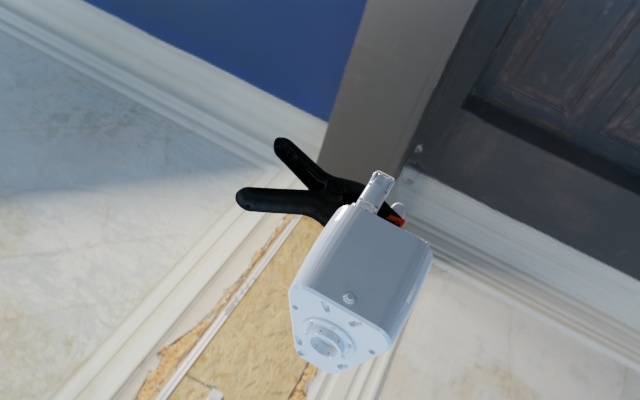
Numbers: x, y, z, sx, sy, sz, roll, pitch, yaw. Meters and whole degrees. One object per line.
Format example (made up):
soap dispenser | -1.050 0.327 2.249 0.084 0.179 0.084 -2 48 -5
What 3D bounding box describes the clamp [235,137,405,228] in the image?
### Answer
clamp | 0.000 0.002 0.494 0.171 0.039 0.120 28 46 9
